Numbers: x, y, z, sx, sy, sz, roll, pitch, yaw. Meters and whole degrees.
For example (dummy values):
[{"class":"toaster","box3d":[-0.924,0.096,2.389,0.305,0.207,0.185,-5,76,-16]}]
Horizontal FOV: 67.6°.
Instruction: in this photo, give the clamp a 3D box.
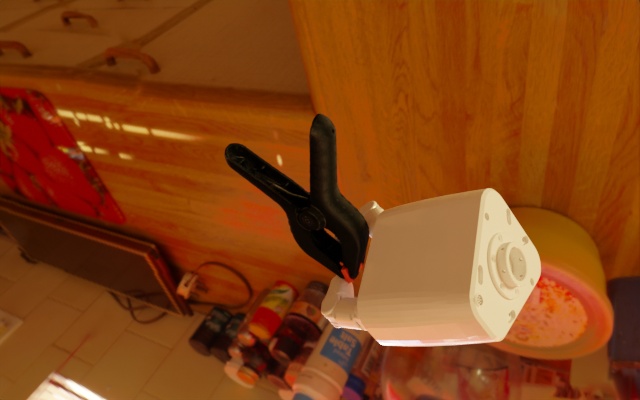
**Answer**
[{"class":"clamp","box3d":[0.000,0.002,0.426,0.120,0.171,0.039,-17,29,48]}]
